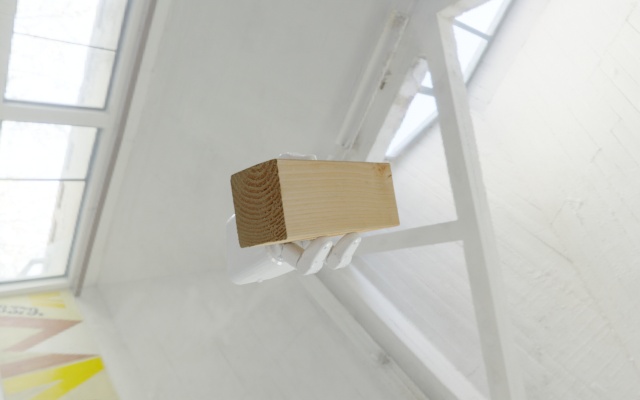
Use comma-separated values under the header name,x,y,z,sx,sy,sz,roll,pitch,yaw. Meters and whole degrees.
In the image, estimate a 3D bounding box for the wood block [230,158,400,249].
name,x,y,z,sx,sy,sz,roll,pitch,yaw
wood block,0.000,0.002,0.609,0.090,0.091,0.206,-15,-8,43
